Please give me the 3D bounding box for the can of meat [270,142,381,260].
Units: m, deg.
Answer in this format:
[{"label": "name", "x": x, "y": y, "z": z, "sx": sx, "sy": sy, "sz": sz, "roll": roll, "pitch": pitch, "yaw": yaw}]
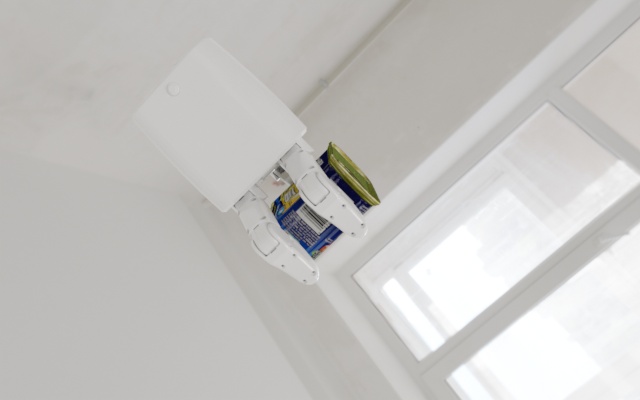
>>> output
[{"label": "can of meat", "x": 0.000, "y": 0.002, "z": 0.424, "sx": 0.084, "sy": 0.057, "sz": 0.102, "roll": -43, "pitch": 11, "yaw": 10}]
